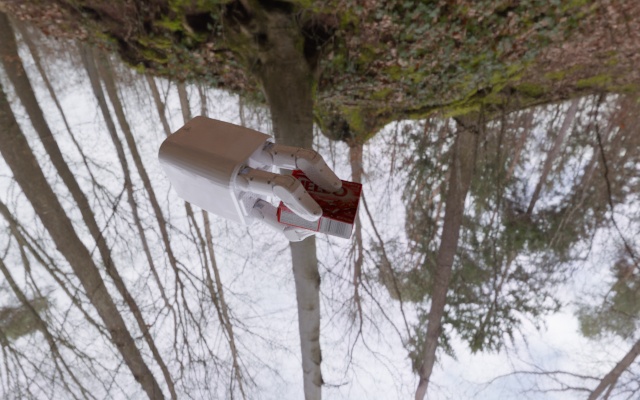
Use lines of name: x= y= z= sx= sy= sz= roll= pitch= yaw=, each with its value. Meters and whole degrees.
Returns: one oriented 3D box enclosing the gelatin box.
gelatin box: x=0.000 y=0.002 z=0.563 sx=0.089 sy=0.030 sz=0.073 roll=14 pitch=42 yaw=4
